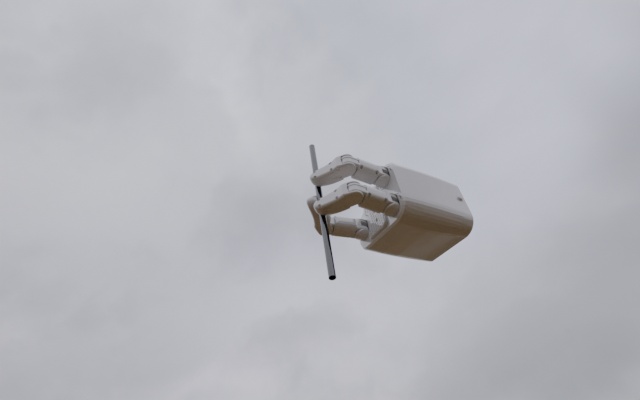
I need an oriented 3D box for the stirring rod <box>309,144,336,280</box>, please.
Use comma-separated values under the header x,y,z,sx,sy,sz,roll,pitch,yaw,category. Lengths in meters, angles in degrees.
x,y,z,sx,sy,sz,roll,pitch,yaw,category
0.000,0.002,0.582,0.011,0.011,0.239,0,40,-8,stirring rod
